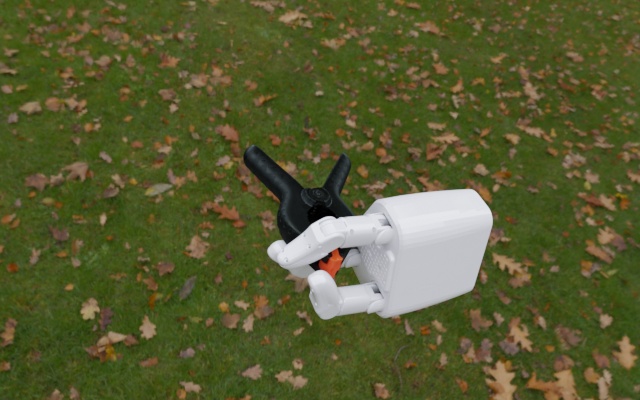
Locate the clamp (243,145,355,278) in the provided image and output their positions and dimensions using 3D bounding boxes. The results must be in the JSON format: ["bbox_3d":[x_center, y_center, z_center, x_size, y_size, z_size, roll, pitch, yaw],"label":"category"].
[{"bbox_3d":[0.000,0.001,0.479,0.120,0.171,0.039,-8,-41,-22],"label":"clamp"}]
